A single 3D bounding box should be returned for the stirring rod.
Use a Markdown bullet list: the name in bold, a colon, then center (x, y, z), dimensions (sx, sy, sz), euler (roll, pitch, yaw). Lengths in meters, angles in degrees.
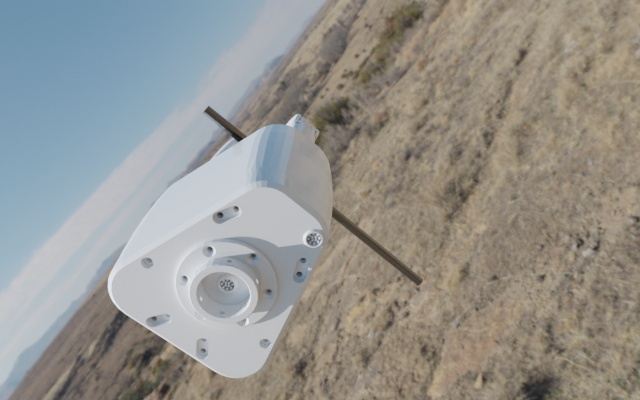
- **stirring rod**: center (0.000, 0.001, 0.407), dimensions (0.239, 0.011, 0.011), euler (39, -11, -14)
